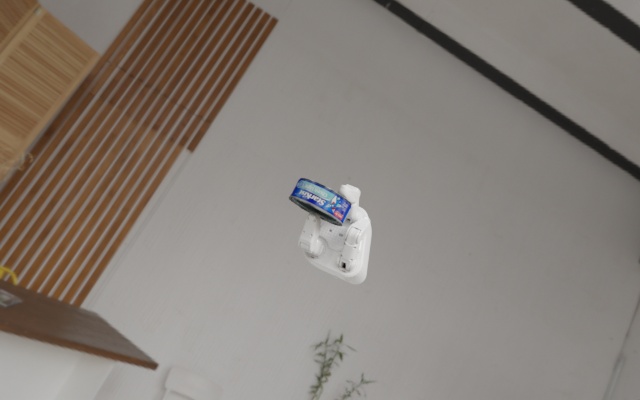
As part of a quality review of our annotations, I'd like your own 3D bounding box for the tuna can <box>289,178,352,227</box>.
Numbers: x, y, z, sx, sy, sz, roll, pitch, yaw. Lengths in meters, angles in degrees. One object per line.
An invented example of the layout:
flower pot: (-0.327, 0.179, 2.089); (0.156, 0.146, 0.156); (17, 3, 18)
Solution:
tuna can: (0.000, 0.002, 0.674); (0.086, 0.033, 0.086); (27, -8, 4)
